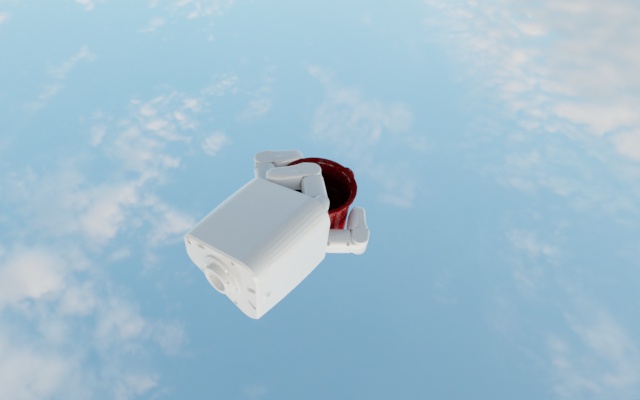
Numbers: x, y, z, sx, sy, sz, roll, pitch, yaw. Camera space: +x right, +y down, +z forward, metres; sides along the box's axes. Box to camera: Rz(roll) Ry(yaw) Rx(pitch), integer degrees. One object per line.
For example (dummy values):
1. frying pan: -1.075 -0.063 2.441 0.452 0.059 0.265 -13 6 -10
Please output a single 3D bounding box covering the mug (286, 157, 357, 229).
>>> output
1. mug: 0.001 0.001 0.587 0.093 0.082 0.117 33 52 21
